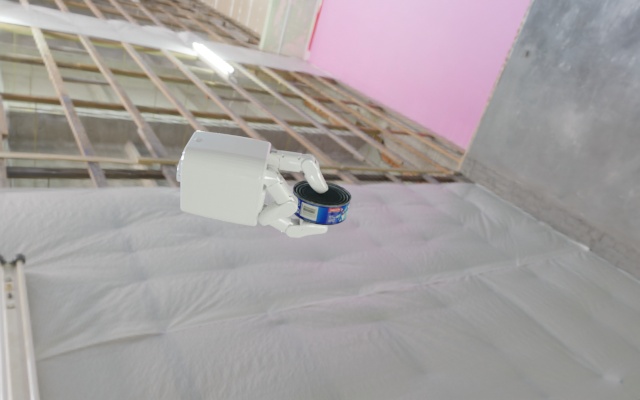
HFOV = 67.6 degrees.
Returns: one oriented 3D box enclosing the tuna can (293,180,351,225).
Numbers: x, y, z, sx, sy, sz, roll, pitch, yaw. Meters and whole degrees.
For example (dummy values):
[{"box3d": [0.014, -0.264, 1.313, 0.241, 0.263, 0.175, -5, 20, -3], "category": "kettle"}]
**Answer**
[{"box3d": [0.000, 0.003, 0.698, 0.086, 0.034, 0.086, 9, 25, -4], "category": "tuna can"}]
